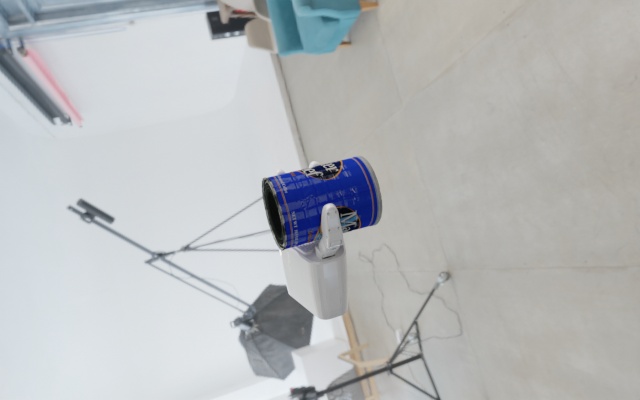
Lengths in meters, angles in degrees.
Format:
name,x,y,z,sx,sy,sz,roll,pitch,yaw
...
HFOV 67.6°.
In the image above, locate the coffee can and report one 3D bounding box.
name,x,y,z,sx,sy,sz,roll,pitch,yaw
coffee can,0.000,0.002,0.662,0.140,0.103,0.103,-14,4,-16
